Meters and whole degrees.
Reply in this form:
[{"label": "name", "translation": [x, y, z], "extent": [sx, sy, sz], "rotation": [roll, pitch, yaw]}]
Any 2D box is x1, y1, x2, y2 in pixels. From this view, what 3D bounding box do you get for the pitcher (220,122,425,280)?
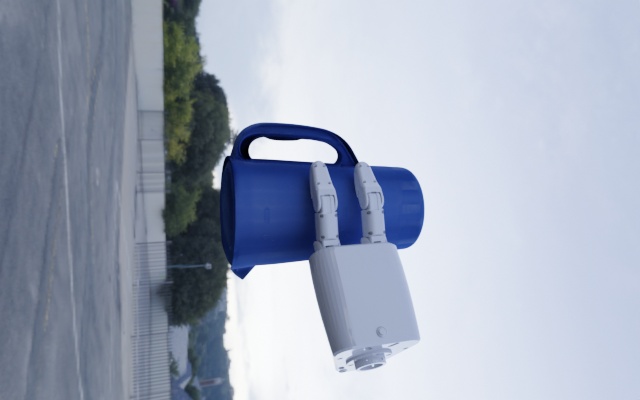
[{"label": "pitcher", "translation": [0.000, 0.002, 0.587], "extent": [0.243, 0.145, 0.149], "rotation": [-2, -32, -19]}]
